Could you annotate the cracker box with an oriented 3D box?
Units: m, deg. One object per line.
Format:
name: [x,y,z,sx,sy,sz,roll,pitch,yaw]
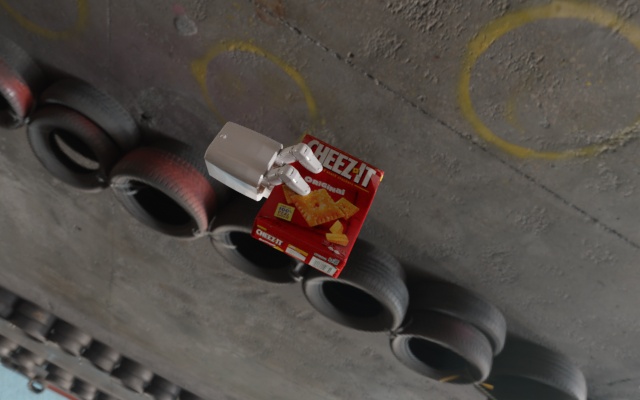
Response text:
cracker box: [0.000,0.003,0.837,0.164,0.213,0.072,27,-35,1]
